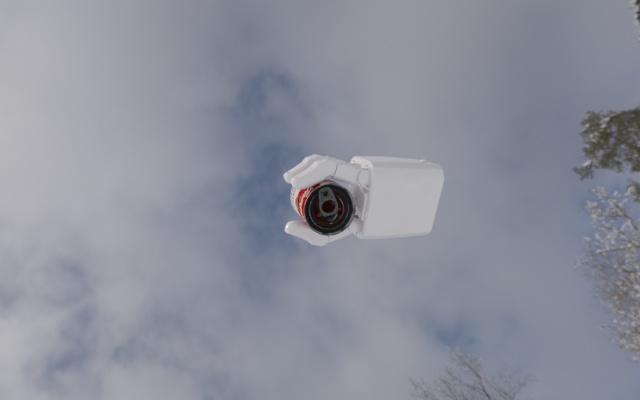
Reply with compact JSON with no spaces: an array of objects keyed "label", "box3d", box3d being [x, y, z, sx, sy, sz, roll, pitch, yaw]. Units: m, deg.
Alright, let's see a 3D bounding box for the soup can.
[{"label":"soup can","box3d":[0.000,0.002,0.650,0.068,0.068,0.102,0,11,-14]}]
